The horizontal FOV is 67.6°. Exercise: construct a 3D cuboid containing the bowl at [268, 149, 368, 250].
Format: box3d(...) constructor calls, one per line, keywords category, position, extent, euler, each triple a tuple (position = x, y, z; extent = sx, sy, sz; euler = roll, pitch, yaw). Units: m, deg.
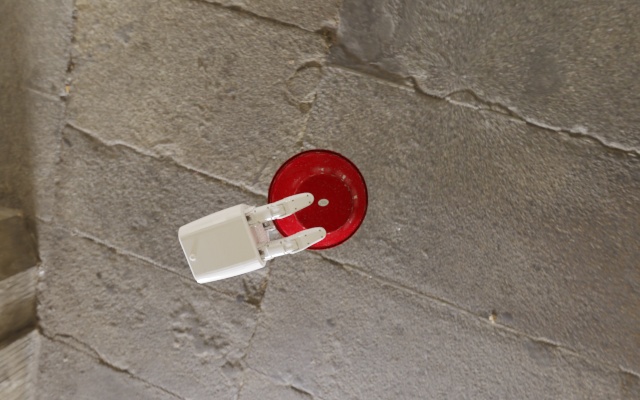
box3d(category="bowl", position=(0.001, 0.002, 0.731), extent=(0.162, 0.162, 0.055), euler=(0, 7, -7))
